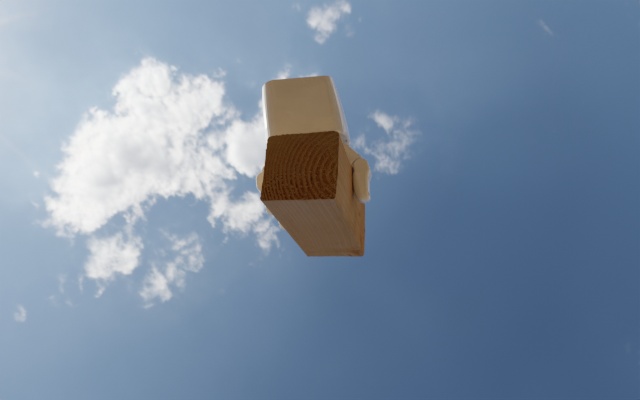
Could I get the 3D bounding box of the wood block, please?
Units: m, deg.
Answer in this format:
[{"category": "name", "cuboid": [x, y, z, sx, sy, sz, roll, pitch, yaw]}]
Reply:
[{"category": "wood block", "cuboid": [0.000, 0.002, 0.639, 0.091, 0.090, 0.206, -3, -25, 14]}]
